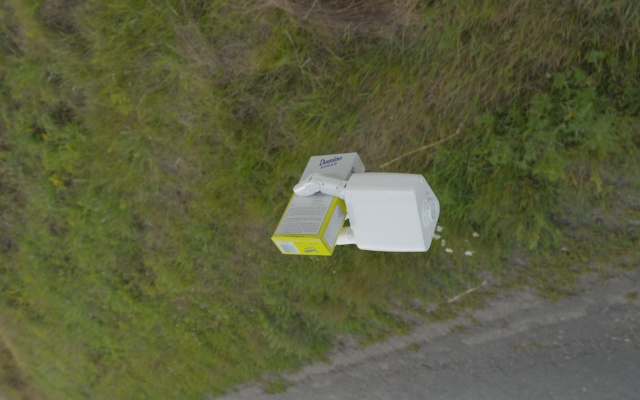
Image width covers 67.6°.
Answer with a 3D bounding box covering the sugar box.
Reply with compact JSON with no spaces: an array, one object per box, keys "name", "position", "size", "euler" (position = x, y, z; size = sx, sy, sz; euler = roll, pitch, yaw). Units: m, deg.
[{"name":"sugar box","position":[0.000,0.003,0.749],"size":[0.093,0.176,0.048],"euler":[-1,-44,33]}]
